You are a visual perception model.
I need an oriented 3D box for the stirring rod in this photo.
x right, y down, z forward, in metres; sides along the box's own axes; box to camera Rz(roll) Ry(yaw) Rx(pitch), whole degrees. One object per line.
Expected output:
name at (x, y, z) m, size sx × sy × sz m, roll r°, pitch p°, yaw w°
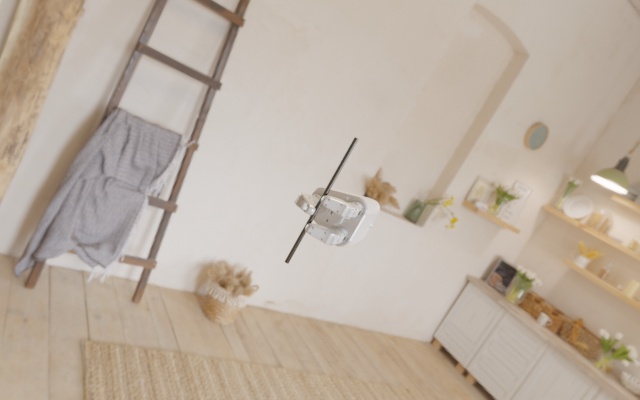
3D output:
stirring rod at (0.000, 0.003, 0.790) m, size 0.011 × 0.239 × 0.011 m, roll 28°, pitch 11°, yaw -6°
